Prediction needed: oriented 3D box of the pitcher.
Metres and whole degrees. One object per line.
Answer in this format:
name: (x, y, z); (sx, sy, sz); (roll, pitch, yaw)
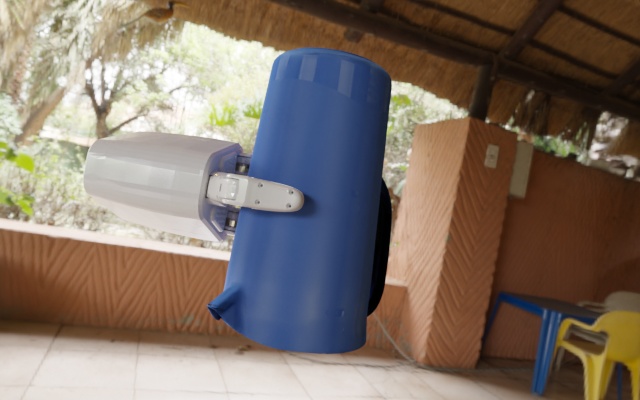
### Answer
pitcher: (0.000, 0.001, 0.430); (0.145, 0.243, 0.149); (9, -1, 6)
